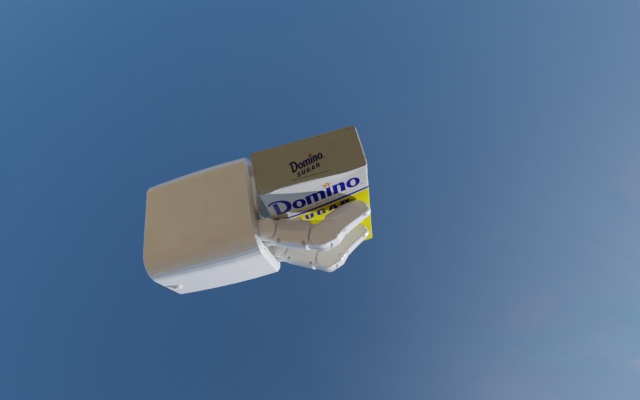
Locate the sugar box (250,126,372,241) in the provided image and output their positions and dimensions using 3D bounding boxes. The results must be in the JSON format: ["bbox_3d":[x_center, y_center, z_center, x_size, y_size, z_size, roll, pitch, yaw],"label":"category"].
[{"bbox_3d":[0.000,0.002,0.463,0.093,0.048,0.176,-15,-22,2],"label":"sugar box"}]
